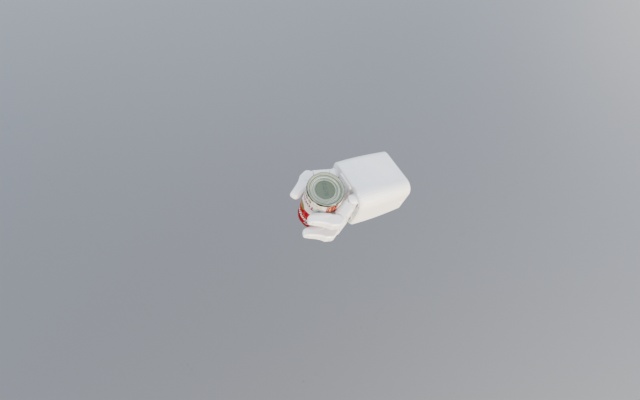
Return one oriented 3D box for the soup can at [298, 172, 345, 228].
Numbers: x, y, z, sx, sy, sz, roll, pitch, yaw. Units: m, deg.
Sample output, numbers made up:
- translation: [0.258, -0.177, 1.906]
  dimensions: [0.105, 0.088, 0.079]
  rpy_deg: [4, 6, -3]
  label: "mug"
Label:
- translation: [0.000, 0.003, 0.846]
  dimensions: [0.068, 0.068, 0.102]
  rpy_deg: [0, -26, -12]
  label: "soup can"
